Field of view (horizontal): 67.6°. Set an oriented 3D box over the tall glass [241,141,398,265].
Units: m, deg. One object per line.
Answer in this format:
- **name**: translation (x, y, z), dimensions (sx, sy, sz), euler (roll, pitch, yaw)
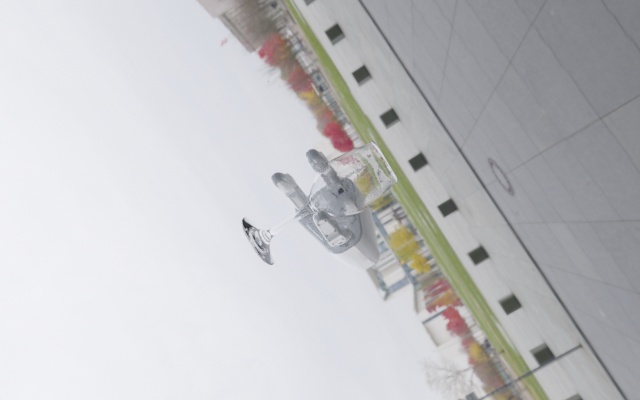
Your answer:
- **tall glass**: translation (-0.001, 0.002, 0.625), dimensions (0.201, 0.079, 0.079), euler (-32, -5, 8)
